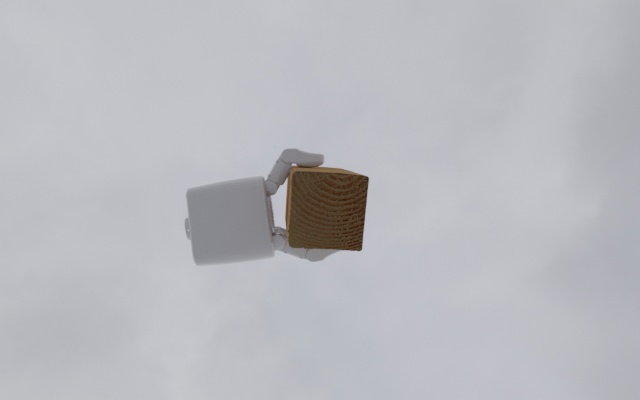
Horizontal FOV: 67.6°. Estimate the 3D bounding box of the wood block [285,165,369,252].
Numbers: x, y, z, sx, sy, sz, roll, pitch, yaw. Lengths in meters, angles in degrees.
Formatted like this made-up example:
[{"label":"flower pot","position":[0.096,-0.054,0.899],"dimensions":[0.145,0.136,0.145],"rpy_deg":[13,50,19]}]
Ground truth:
[{"label":"wood block","position":[0.000,0.002,0.647],"dimensions":[0.090,0.091,0.206],"rpy_deg":[3,6,-6]}]
